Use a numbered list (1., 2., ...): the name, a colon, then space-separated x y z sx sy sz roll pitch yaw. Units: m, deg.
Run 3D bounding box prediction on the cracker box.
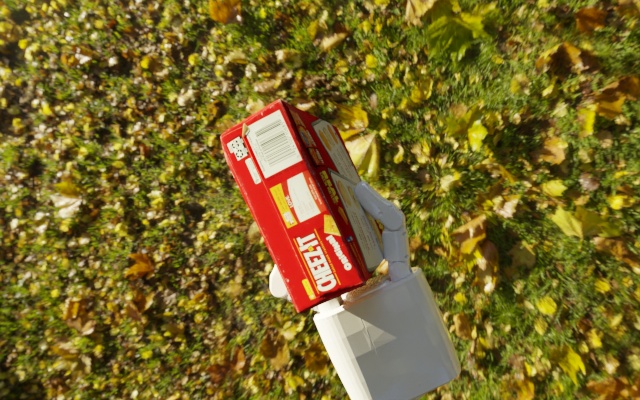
1. cracker box: 0.000 0.002 0.481 0.072 0.164 0.213 -26 -4 14
